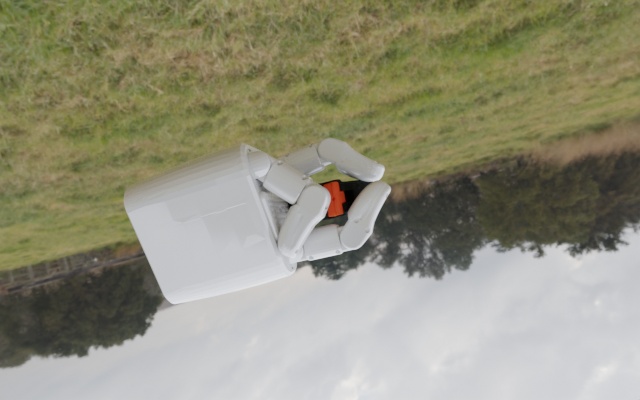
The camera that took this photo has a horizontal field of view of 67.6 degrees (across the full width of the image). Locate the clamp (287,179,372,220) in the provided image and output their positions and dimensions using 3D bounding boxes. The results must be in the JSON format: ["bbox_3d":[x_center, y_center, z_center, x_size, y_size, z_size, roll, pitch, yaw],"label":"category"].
[{"bbox_3d":[0.000,0.002,0.465,0.120,0.039,0.171,-17,-4,8],"label":"clamp"}]
